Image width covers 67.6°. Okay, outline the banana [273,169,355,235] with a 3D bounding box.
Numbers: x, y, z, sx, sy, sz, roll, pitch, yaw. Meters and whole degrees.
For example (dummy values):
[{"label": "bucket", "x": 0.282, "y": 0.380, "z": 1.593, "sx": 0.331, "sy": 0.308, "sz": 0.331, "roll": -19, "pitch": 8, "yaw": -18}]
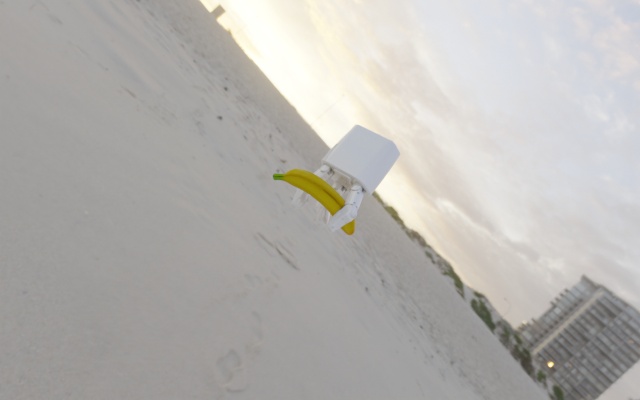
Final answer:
[{"label": "banana", "x": 0.007, "y": -0.002, "z": 0.880, "sx": 0.198, "sy": 0.037, "sz": 0.069, "roll": 39, "pitch": -26, "yaw": -20}]
